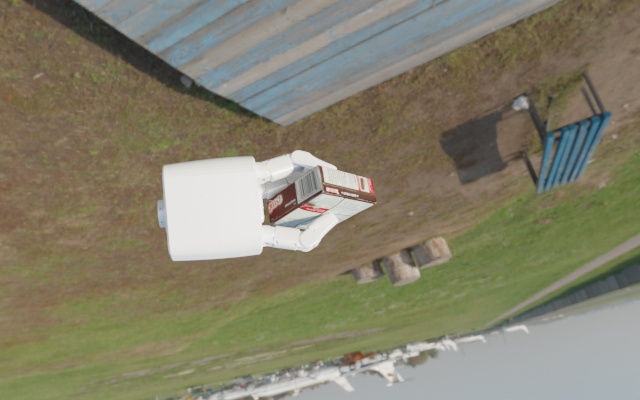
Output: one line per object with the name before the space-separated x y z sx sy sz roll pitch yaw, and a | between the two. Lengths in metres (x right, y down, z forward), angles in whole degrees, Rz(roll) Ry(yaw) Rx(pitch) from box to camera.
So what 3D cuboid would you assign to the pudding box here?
pudding box | 0.000 0.002 0.604 0.090 0.039 0.113 10 -27 -38
